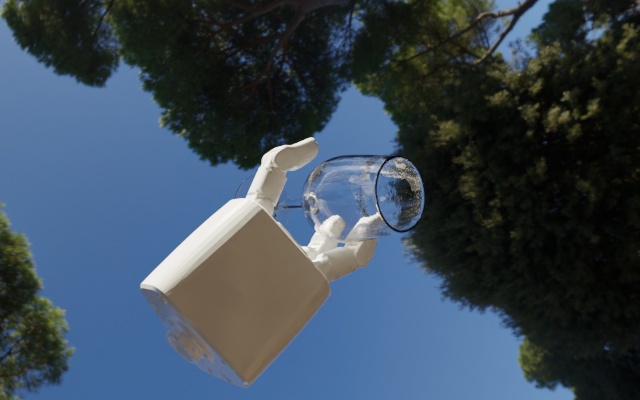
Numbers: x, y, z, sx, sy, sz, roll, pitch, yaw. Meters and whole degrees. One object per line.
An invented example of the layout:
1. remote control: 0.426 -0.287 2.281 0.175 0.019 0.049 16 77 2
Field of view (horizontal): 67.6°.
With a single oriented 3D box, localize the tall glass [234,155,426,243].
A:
1. tall glass: 0.000 0.001 0.453 0.079 0.079 0.201 0 -4 -41
